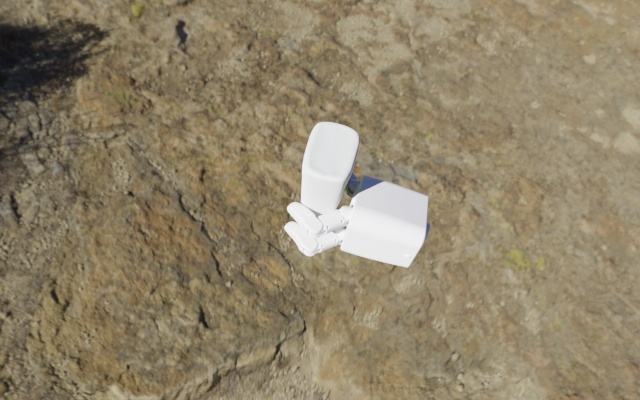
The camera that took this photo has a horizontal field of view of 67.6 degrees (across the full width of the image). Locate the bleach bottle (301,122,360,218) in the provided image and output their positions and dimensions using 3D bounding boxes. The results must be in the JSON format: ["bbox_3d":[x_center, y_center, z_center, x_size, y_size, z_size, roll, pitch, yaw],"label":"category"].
[{"bbox_3d":[0.000,0.002,0.727,0.068,0.102,0.251,15,-34,2],"label":"bleach bottle"}]
